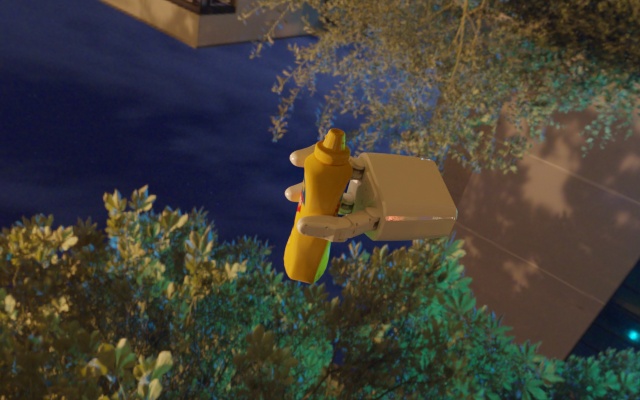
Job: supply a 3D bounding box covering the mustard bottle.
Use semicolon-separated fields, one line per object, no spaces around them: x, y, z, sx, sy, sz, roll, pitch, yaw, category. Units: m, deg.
0.000;0.002;0.585;0.058;0.192;0.096;15;32;0;mustard bottle
